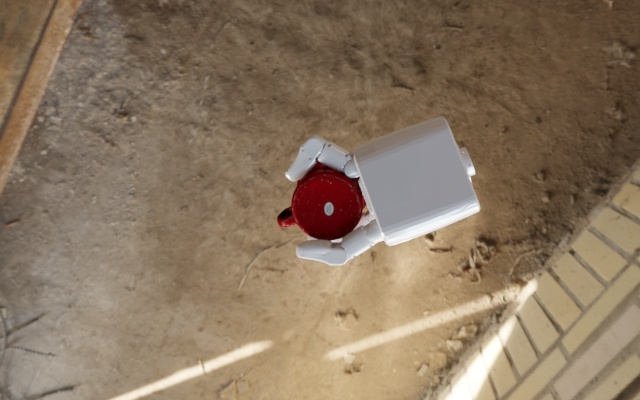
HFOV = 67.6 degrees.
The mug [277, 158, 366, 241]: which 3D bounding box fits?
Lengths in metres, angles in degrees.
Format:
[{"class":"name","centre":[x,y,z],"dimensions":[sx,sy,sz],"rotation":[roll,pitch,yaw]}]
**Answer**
[{"class":"mug","centre":[-0.001,0.002,0.571],"dimensions":[0.117,0.093,0.081],"rotation":[-22,12,12]}]
